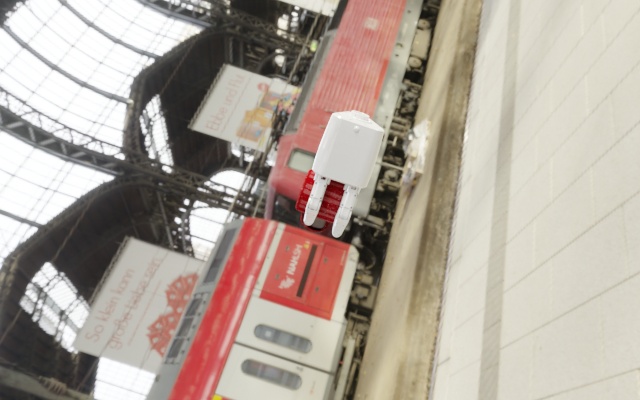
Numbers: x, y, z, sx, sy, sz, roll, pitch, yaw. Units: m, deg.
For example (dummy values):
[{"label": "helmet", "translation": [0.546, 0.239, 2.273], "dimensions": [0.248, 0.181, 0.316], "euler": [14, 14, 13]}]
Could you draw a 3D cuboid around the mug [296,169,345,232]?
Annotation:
[{"label": "mug", "translation": [-0.001, 0.004, 0.890], "dimensions": [0.081, 0.117, 0.093], "euler": [20, 17, 0]}]
